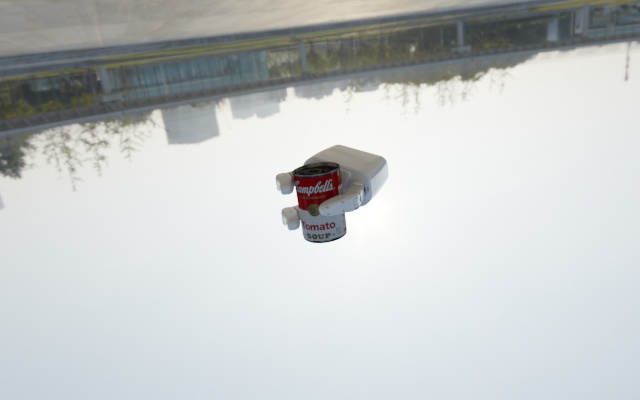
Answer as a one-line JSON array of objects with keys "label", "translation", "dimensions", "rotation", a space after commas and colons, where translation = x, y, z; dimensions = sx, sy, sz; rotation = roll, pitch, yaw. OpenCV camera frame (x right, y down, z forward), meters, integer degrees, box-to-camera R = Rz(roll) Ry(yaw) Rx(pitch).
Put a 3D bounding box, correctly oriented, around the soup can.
[{"label": "soup can", "translation": [0.000, 0.003, 0.687], "dimensions": [0.068, 0.102, 0.068], "rotation": [-7, 18, 2]}]
